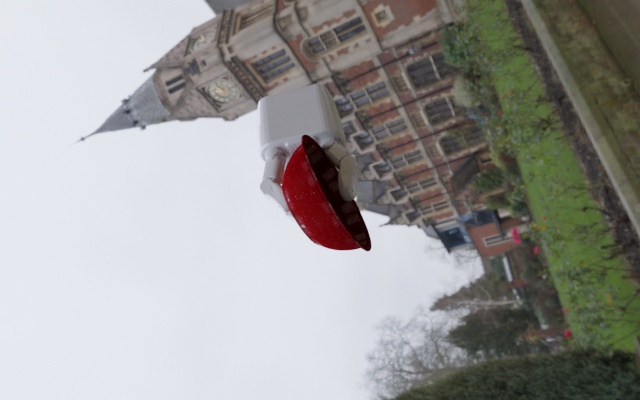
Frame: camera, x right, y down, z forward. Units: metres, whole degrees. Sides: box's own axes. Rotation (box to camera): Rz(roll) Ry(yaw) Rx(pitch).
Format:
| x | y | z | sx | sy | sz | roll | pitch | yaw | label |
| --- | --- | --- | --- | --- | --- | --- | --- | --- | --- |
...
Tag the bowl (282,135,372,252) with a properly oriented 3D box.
| x | y | z | sx | sy | sz | roll | pitch | yaw | label |
| --- | --- | --- | --- | --- | --- | --- | --- | --- | --- |
| 0.000 | 0.003 | 0.584 | 0.055 | 0.162 | 0.162 | -30 | -7 | 12 | bowl |
